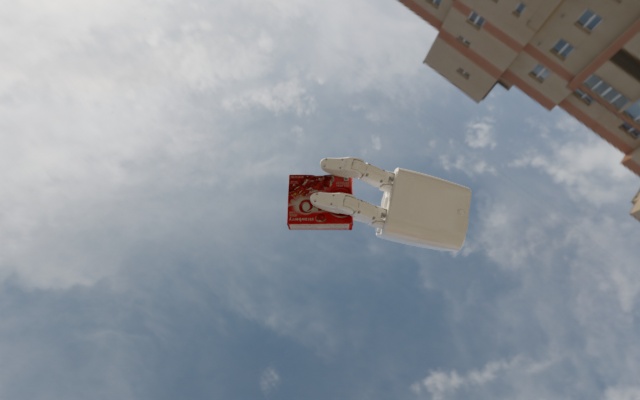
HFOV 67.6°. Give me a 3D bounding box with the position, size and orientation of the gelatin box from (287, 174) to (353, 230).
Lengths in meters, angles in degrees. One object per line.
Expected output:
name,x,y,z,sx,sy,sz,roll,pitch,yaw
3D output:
gelatin box,0.000,0.002,0.653,0.089,0.073,0.030,0,-22,2
